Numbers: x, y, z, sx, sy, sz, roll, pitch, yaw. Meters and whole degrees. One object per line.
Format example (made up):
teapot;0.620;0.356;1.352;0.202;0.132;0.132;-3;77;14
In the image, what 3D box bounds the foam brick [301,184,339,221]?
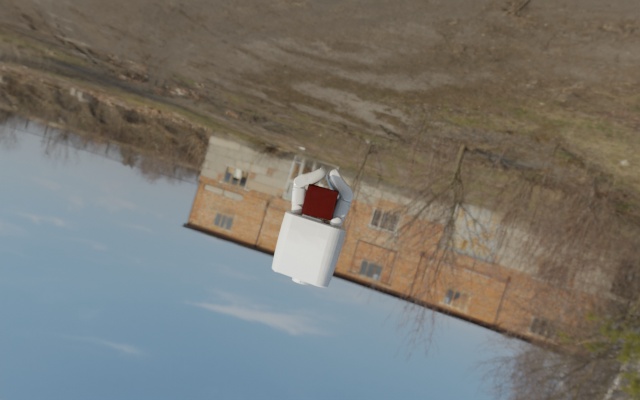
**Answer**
foam brick;0.000;0.003;0.816;0.053;0.051;0.078;15;1;1
